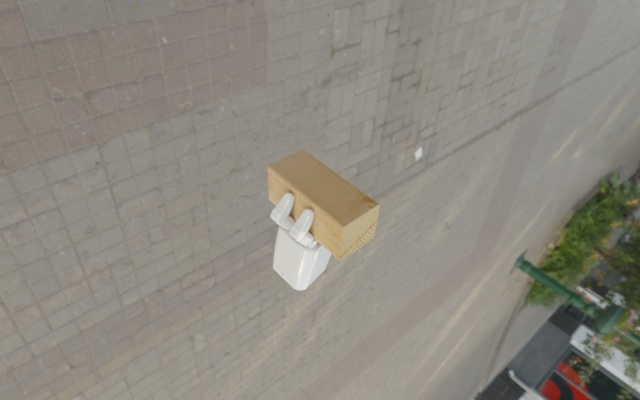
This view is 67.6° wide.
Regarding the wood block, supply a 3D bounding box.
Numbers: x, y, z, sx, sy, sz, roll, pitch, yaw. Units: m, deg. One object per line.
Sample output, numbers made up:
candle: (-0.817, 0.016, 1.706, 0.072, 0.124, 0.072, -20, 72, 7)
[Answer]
wood block: (0.000, 0.003, 0.883, 0.091, 0.090, 0.206, -30, 51, -31)
